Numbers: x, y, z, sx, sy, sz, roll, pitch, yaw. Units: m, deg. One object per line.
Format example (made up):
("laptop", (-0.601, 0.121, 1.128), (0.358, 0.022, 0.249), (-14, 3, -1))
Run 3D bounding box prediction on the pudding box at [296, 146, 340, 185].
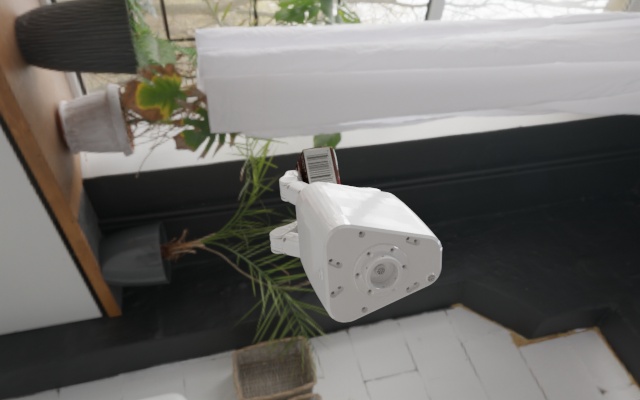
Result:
("pudding box", (0.000, 0.002, 0.560), (0.039, 0.113, 0.090), (-7, -7, -10))
